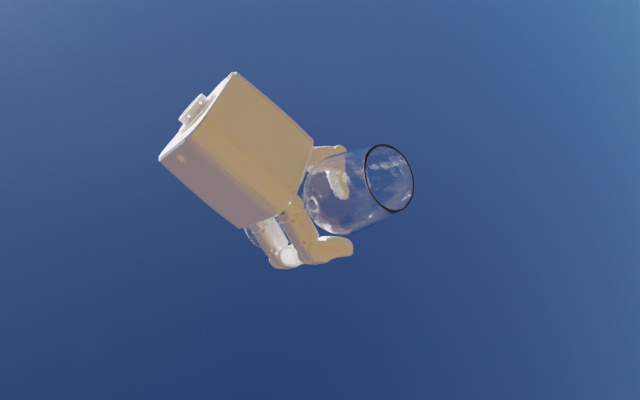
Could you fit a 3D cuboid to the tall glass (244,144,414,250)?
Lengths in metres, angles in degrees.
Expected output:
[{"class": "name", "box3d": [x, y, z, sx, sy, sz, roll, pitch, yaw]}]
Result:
[{"class": "tall glass", "box3d": [0.000, 0.002, 0.491, 0.079, 0.079, 0.201, 0, -12, -39]}]
